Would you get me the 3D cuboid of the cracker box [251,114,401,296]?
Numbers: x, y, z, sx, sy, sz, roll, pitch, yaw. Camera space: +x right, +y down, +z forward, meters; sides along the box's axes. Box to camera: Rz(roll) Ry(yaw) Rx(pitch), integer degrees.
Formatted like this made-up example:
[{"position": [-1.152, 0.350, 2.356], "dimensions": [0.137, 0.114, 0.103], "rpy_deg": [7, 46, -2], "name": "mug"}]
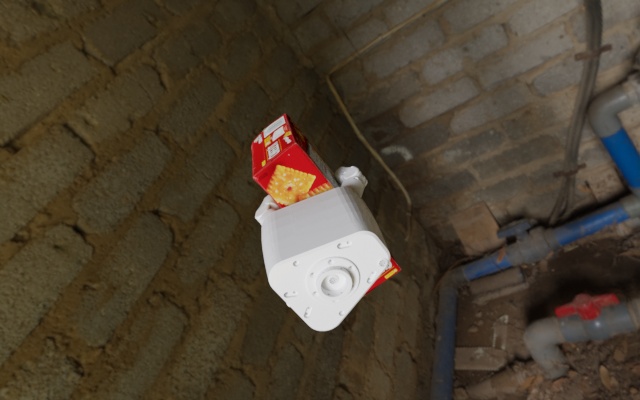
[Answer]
[{"position": [0.000, 0.002, 0.629], "dimensions": [0.072, 0.214, 0.164], "rpy_deg": [-37, 23, 6], "name": "cracker box"}]
